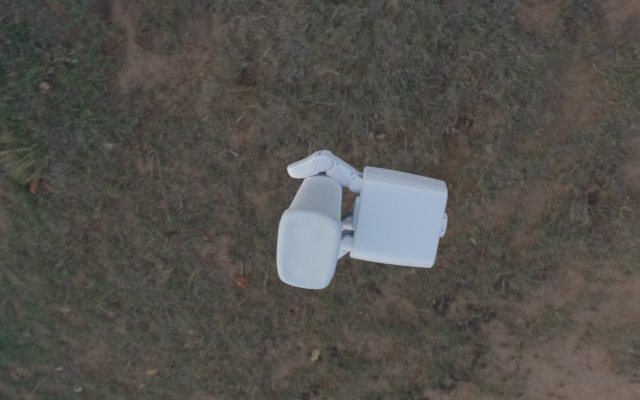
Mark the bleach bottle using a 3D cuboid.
[{"bbox_3d":[0.000,0.002,0.621,0.068,0.103,0.250,9,27,3],"label":"bleach bottle"}]
